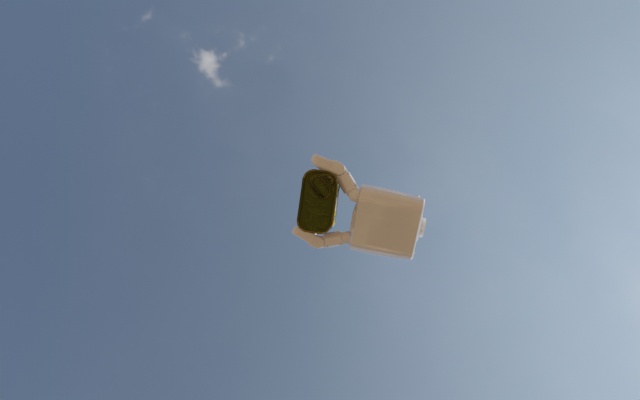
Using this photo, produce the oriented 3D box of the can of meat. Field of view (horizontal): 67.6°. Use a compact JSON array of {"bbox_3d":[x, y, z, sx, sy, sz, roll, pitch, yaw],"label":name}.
[{"bbox_3d":[0.000,0.003,0.797,0.057,0.102,0.084,8,0,8],"label":"can of meat"}]
